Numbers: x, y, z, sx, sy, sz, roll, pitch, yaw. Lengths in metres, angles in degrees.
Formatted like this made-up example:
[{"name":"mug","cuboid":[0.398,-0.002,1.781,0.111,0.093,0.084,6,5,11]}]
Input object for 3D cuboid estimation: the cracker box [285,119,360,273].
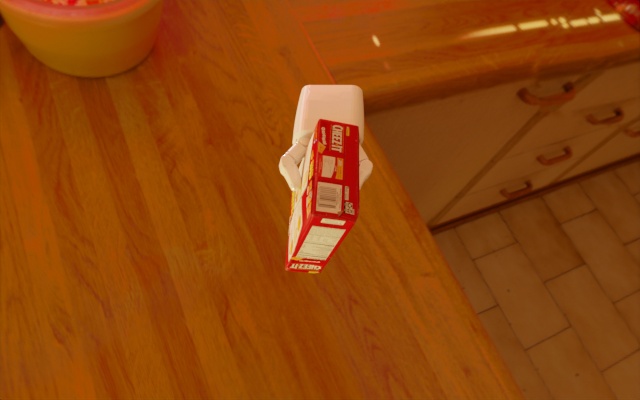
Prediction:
[{"name":"cracker box","cuboid":[0.000,0.002,0.756,0.072,0.164,0.214,9,-30,-10]}]
